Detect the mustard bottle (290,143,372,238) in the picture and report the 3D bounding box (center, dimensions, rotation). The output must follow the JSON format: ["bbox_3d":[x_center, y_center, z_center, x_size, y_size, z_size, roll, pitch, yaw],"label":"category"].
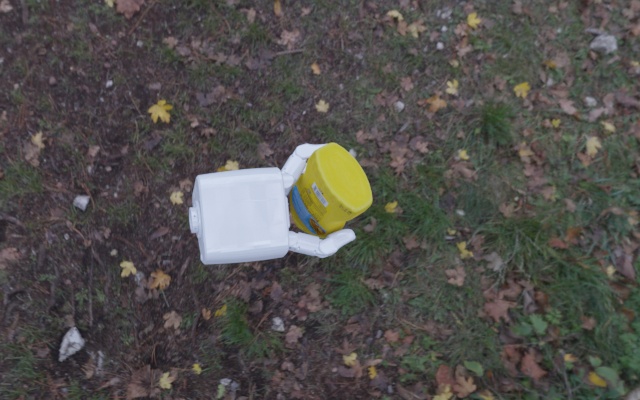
[{"bbox_3d":[0.000,0.002,0.665,0.058,0.096,0.192,-31,-8,-26],"label":"mustard bottle"}]
